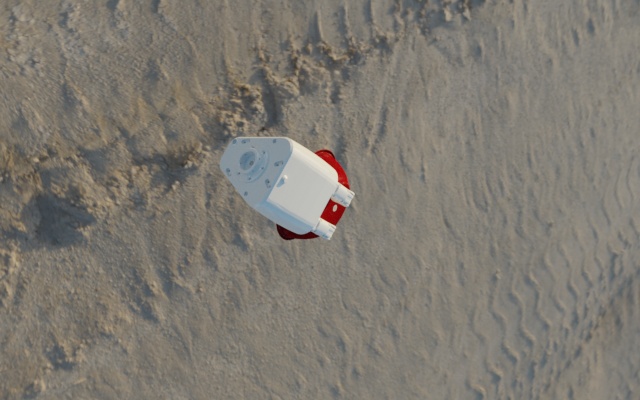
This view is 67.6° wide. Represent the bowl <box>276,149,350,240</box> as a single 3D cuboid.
[{"bbox_3d":[0.001,0.003,0.764,0.055,0.162,0.162,27,11,23],"label":"bowl"}]
